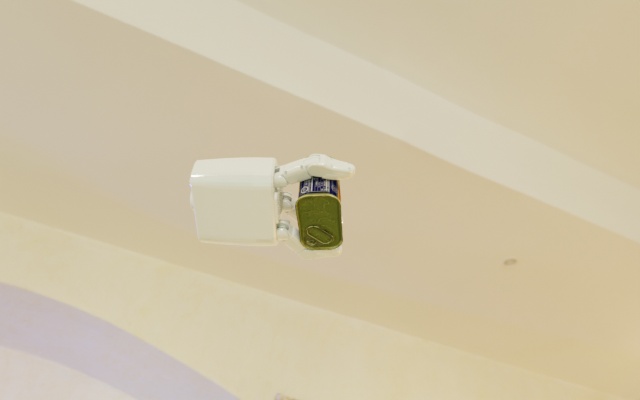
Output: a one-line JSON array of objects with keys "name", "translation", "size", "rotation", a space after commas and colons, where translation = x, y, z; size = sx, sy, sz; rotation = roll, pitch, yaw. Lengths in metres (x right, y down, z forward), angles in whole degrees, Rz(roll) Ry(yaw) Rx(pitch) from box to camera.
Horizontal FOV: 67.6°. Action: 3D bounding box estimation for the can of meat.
[{"name": "can of meat", "translation": [0.000, 0.002, 0.641], "size": [0.057, 0.102, 0.083], "rotation": [-2, 44, 4]}]
